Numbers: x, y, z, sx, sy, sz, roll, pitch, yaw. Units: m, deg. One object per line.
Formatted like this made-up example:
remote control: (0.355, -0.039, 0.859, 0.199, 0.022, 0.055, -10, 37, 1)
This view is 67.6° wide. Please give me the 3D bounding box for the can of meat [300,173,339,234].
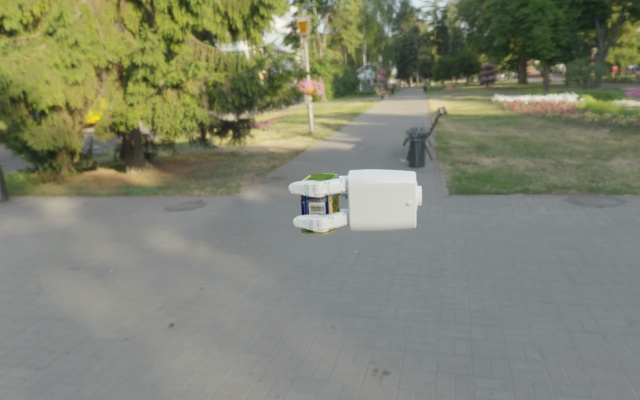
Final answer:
can of meat: (0.000, 0.002, 0.808, 0.057, 0.084, 0.102, 0, 14, 13)
